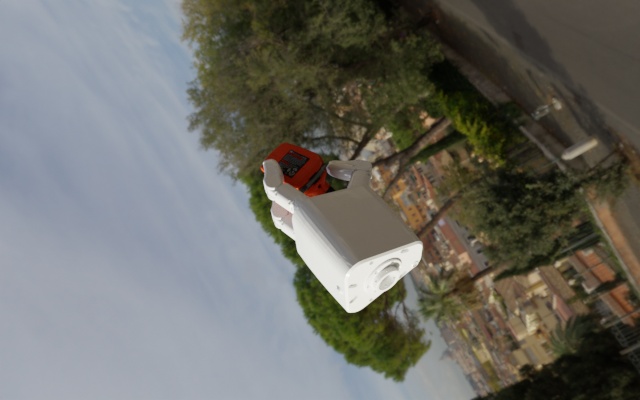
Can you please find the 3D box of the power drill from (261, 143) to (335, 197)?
[{"bbox_3d":[0.000,0.002,0.679,0.188,0.057,0.184,48,-13,-35],"label":"power drill"}]
